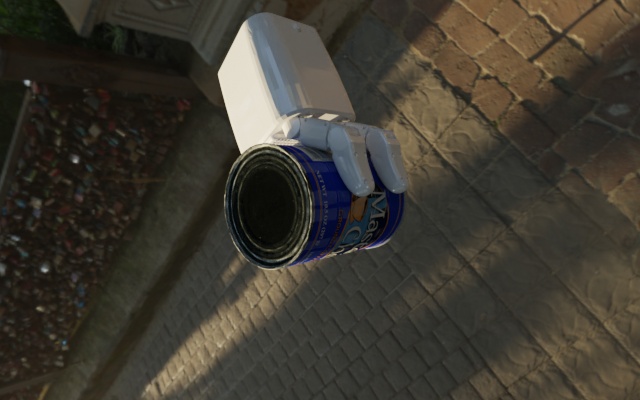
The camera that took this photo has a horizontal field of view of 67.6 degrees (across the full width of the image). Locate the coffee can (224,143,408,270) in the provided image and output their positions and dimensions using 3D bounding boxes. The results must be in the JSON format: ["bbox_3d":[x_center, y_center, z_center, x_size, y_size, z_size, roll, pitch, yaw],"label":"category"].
[{"bbox_3d":[0.000,0.002,0.435,0.103,0.103,0.140,0,3,40],"label":"coffee can"}]
